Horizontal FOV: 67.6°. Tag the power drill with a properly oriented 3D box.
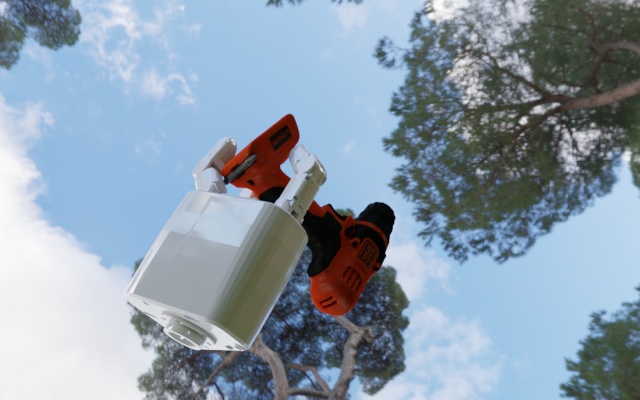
[{"bbox_3d":[0.000,0.001,0.504,0.057,0.187,0.184,-37,8,34],"label":"power drill"}]
